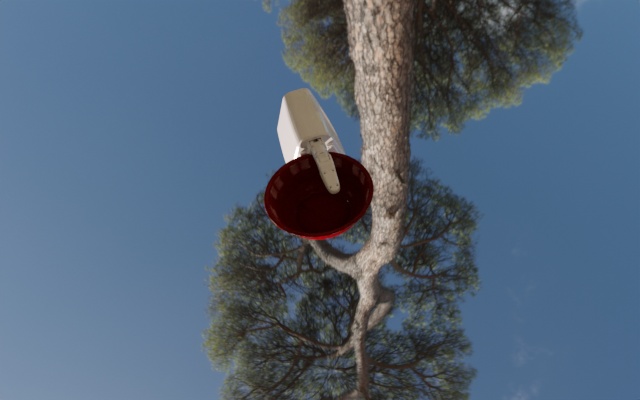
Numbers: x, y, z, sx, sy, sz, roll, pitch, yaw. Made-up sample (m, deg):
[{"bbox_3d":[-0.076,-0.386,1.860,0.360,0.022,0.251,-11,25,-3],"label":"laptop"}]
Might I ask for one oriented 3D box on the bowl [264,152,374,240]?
[{"bbox_3d":[0.000,0.004,0.715,0.162,0.162,0.055,0,-39,10],"label":"bowl"}]
